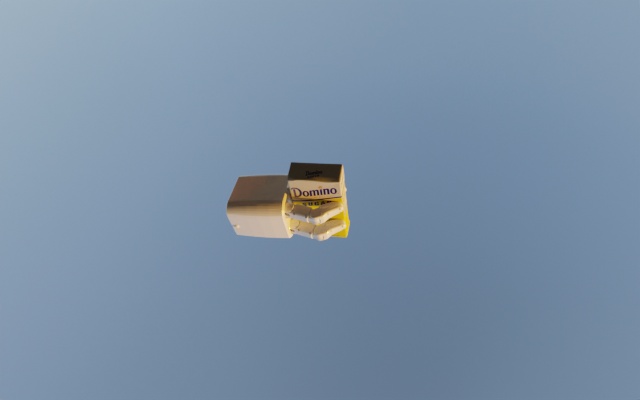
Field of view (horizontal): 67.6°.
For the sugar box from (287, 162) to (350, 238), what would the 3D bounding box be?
[{"bbox_3d":[0.000,0.003,0.866,0.093,0.048,0.176,3,-33,11],"label":"sugar box"}]
